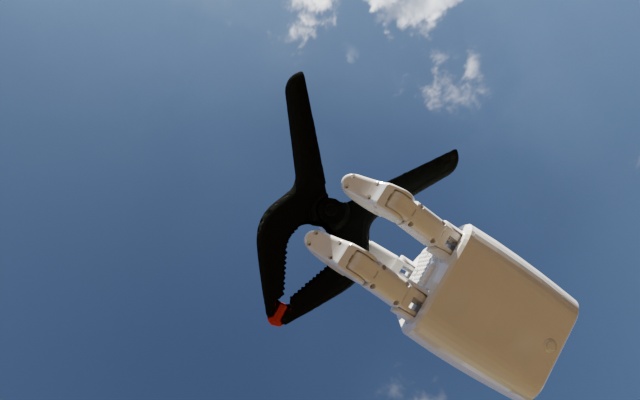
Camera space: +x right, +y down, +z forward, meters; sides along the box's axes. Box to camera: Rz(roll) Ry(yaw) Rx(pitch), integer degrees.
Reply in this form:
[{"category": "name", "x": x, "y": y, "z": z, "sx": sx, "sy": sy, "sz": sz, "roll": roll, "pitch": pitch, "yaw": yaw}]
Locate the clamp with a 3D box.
[{"category": "clamp", "x": 0.000, "y": 0.002, "z": 0.403, "sx": 0.164, "sy": 0.210, "sz": 0.036, "roll": 33, "pitch": -11, "yaw": 2}]
